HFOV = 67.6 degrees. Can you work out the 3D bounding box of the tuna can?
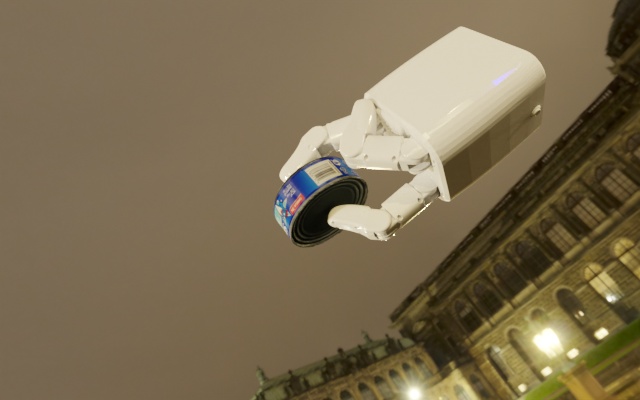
[{"bbox_3d":[0.000,0.001,0.439,0.086,0.086,0.033,0,41,-49],"label":"tuna can"}]
